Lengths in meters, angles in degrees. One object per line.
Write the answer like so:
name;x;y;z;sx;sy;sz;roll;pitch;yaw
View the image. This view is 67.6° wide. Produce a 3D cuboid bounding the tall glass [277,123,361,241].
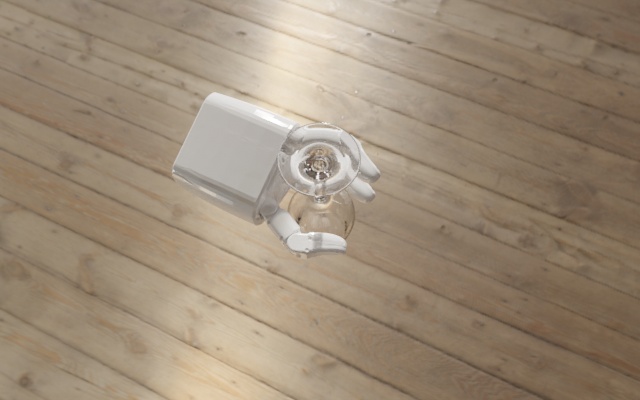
tall glass;0.000;0.002;0.512;0.079;0.079;0.201;0;-23;1
